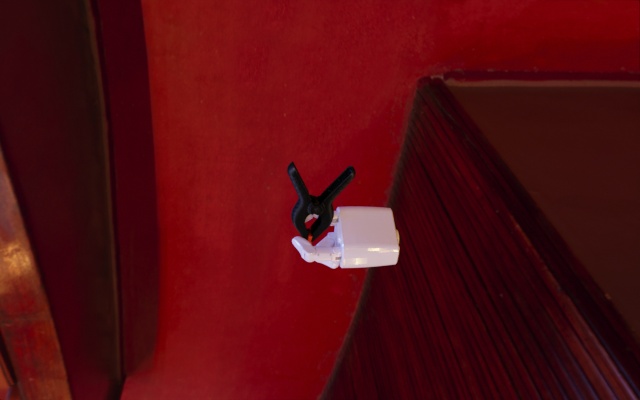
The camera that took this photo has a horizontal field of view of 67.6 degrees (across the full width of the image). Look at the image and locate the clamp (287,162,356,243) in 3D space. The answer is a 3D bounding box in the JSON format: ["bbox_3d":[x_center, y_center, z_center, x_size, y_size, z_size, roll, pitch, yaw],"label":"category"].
[{"bbox_3d":[0.000,0.003,0.863,0.120,0.172,0.039,-1,37,-5],"label":"clamp"}]
